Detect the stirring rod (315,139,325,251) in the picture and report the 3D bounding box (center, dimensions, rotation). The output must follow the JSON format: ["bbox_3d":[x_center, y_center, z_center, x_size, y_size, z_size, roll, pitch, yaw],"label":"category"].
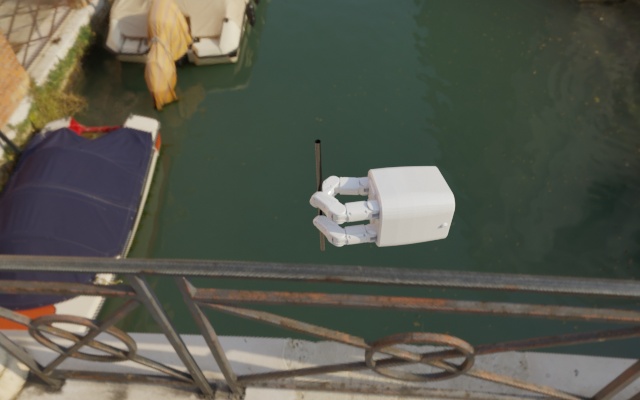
[{"bbox_3d":[0.000,0.002,0.708,0.011,0.011,0.240,0,-41,2],"label":"stirring rod"}]
